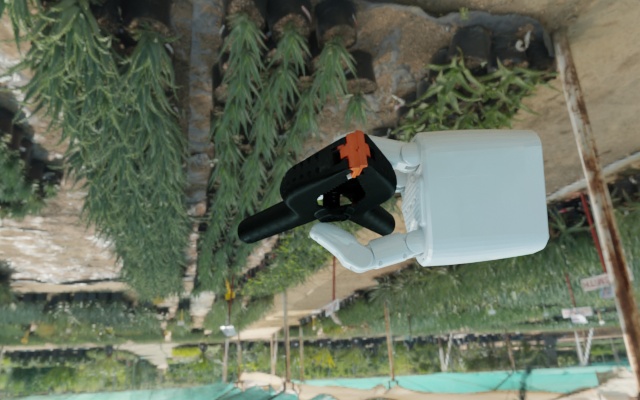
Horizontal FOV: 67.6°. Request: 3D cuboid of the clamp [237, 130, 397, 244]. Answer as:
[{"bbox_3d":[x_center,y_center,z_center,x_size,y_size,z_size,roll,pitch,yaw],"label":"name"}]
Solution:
[{"bbox_3d":[0.000,0.002,0.416,0.164,0.036,0.210,-6,-19,-4],"label":"clamp"}]
